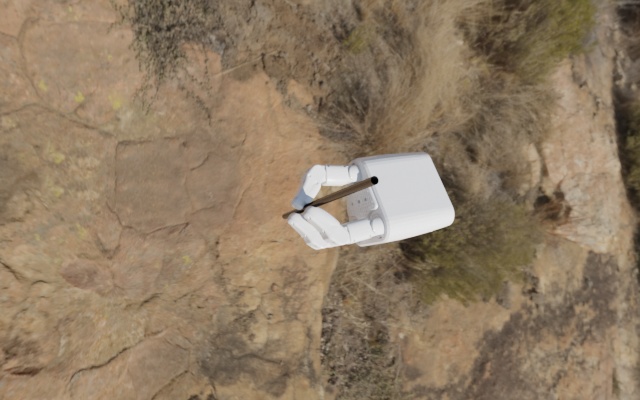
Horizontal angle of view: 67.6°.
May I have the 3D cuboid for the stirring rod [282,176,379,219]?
[{"bbox_3d":[0.000,0.002,0.526,0.011,0.011,0.239,0,-9,-24],"label":"stirring rod"}]
